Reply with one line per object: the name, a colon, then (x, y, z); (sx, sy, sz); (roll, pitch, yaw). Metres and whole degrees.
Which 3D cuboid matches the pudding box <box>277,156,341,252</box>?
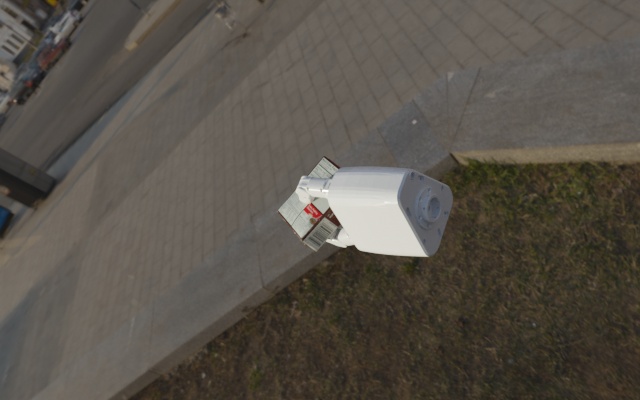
pudding box: (0.000, 0.002, 0.681); (0.039, 0.113, 0.090); (40, 3, -39)
